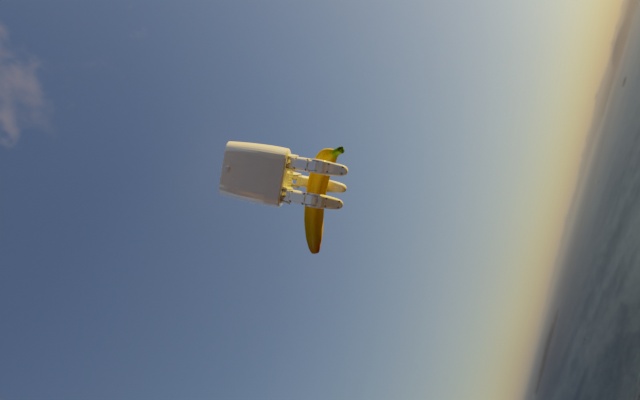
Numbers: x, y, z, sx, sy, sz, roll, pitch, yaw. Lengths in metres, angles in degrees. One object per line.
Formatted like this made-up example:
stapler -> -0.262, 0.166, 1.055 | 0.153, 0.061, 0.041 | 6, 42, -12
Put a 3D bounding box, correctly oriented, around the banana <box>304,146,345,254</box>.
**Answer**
banana -> -0.003, -0.008, 0.822 | 0.037, 0.198, 0.069 | 5, 22, -17
